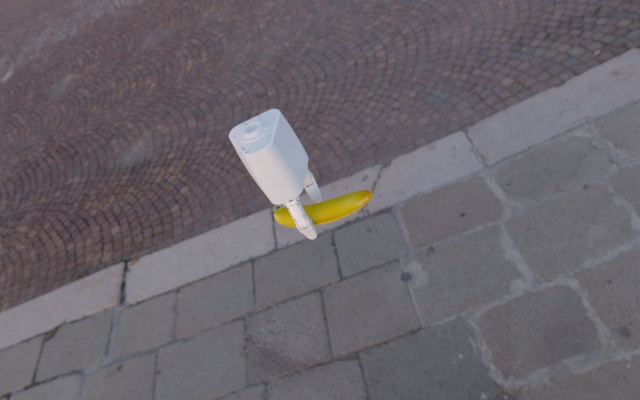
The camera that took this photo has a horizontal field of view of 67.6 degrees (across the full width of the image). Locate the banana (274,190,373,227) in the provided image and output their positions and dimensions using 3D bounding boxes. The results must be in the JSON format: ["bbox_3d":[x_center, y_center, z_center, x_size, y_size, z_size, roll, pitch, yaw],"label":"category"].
[{"bbox_3d":[-0.008,0.016,0.833,0.198,0.037,0.069,-8,38,26],"label":"banana"}]
